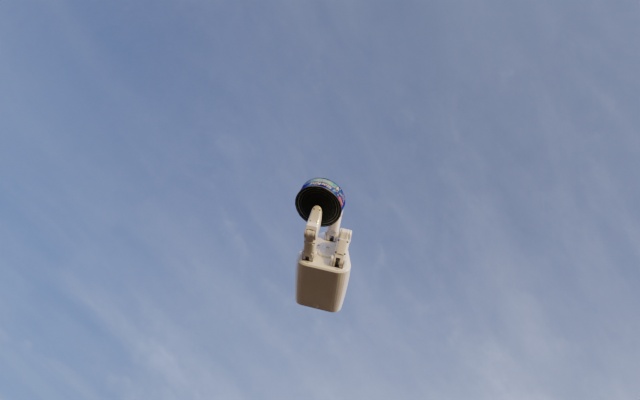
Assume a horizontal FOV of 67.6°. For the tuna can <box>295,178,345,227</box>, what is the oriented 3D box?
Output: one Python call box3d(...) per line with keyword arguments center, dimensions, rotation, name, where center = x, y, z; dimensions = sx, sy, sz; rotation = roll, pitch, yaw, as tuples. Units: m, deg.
box3d(center=(0.000, 0.002, 0.850), dimensions=(0.086, 0.086, 0.033), rotation=(0, 32, 19), name="tuna can")
